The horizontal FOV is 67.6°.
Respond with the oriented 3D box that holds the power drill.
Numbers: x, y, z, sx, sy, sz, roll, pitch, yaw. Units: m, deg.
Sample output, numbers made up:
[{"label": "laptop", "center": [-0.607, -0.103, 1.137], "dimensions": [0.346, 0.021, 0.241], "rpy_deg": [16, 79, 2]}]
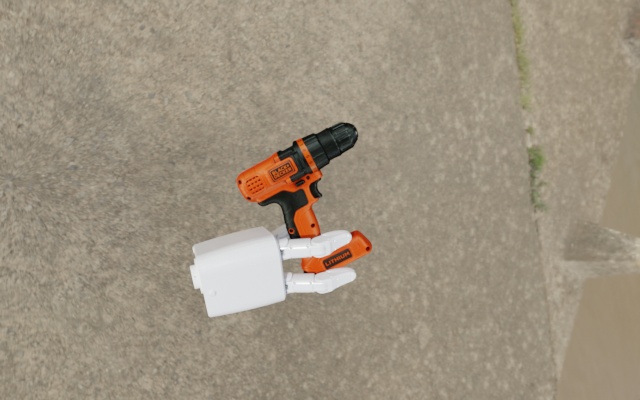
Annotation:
[{"label": "power drill", "center": [0.000, 0.003, 0.681], "dimensions": [0.184, 0.188, 0.057], "rpy_deg": [-27, 8, 3]}]
